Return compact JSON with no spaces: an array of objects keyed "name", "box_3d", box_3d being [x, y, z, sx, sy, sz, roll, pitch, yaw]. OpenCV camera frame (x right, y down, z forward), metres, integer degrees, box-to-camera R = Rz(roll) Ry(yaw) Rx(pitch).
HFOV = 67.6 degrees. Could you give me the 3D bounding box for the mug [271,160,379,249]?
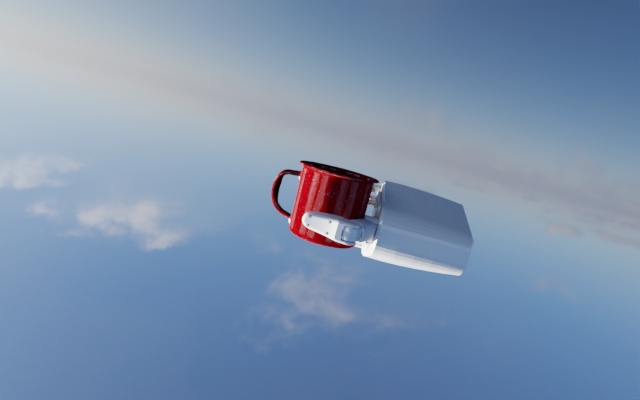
[{"name":"mug","box_3d":[-0.001,0.002,0.546,0.117,0.081,0.093,15,9,2]}]
